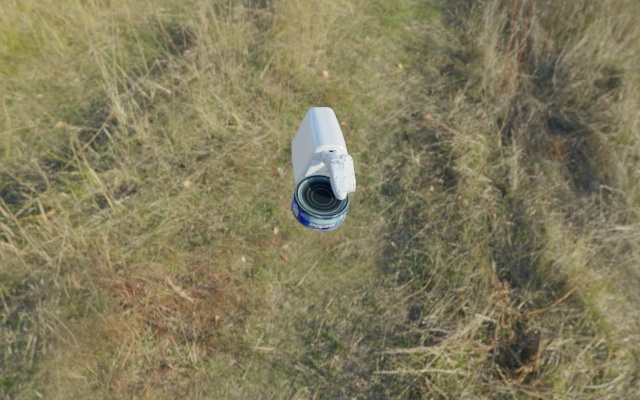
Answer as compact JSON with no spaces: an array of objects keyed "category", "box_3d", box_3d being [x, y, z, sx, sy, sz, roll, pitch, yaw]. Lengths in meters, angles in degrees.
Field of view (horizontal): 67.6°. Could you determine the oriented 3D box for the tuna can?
[{"category":"tuna can","box_3d":[0.000,0.002,0.723,0.086,0.086,0.034,0,-38,-13]}]
